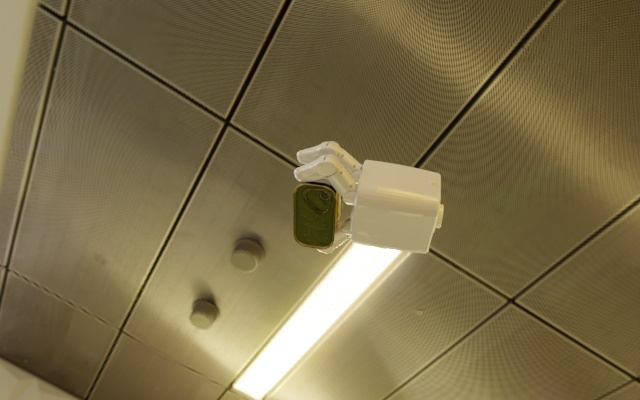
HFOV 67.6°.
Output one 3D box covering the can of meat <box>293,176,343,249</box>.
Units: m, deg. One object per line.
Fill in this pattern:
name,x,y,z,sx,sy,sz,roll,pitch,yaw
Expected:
can of meat,0.000,0.002,0.670,0.057,0.102,0.084,8,33,10
